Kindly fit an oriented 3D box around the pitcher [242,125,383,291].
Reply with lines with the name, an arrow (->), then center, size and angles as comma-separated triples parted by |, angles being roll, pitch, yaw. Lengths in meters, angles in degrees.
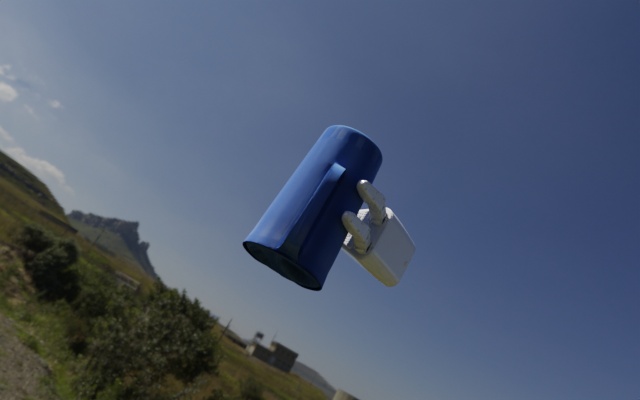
pitcher -> 0.000, 0.002, 0.725 | 0.149, 0.242, 0.145 | 9, -30, 44
